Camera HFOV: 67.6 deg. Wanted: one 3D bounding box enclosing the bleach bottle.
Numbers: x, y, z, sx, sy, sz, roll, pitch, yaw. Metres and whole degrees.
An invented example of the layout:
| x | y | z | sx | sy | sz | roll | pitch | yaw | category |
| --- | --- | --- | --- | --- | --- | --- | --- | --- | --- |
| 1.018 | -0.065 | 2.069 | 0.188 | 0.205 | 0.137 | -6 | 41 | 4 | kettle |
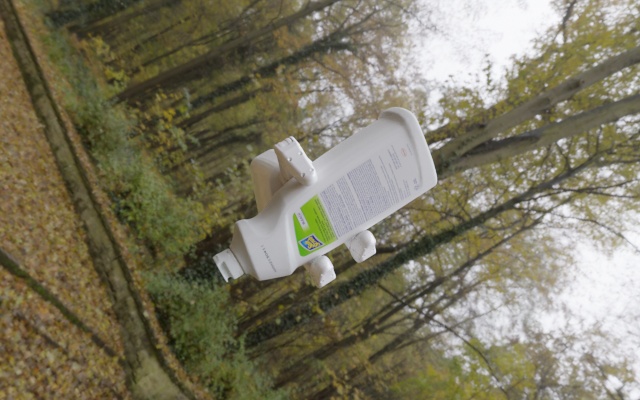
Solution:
| x | y | z | sx | sy | sz | roll | pitch | yaw | category |
| --- | --- | --- | --- | --- | --- | --- | --- | --- | --- |
| 0.000 | 0.002 | 0.507 | 0.251 | 0.103 | 0.068 | -30 | 21 | -13 | bleach bottle |
